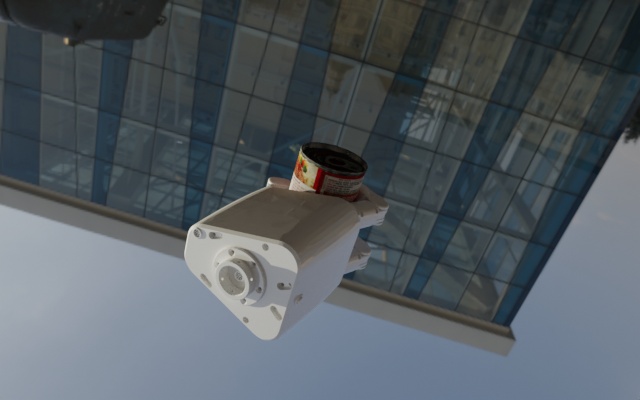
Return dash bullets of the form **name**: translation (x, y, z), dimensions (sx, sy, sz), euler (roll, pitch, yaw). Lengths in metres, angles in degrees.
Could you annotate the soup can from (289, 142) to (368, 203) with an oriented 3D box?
- **soup can**: translation (0.000, 0.002, 0.483), dimensions (0.068, 0.102, 0.068), euler (14, 25, -7)
